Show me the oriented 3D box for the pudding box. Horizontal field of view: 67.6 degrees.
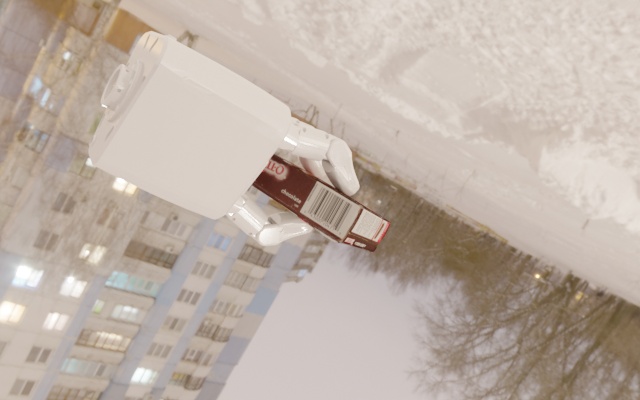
[{"bbox_3d":[0.000,0.002,0.440,0.113,0.039,0.090,34,4,26],"label":"pudding box"}]
